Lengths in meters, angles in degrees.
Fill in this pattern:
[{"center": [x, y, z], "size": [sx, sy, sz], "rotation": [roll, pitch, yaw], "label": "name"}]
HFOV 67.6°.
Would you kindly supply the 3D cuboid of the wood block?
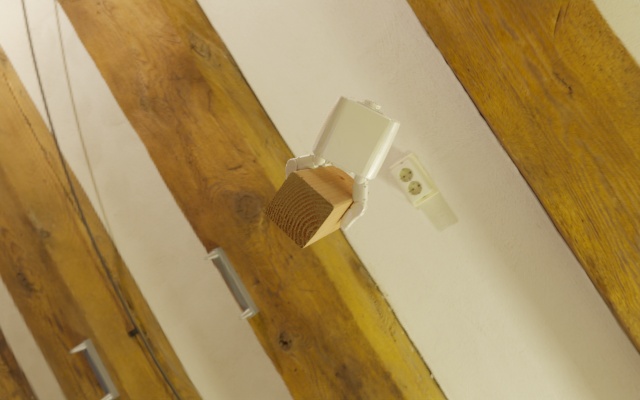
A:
[{"center": [0.001, 0.003, 0.832], "size": [0.091, 0.090, 0.206], "rotation": [41, 19, 11], "label": "wood block"}]
